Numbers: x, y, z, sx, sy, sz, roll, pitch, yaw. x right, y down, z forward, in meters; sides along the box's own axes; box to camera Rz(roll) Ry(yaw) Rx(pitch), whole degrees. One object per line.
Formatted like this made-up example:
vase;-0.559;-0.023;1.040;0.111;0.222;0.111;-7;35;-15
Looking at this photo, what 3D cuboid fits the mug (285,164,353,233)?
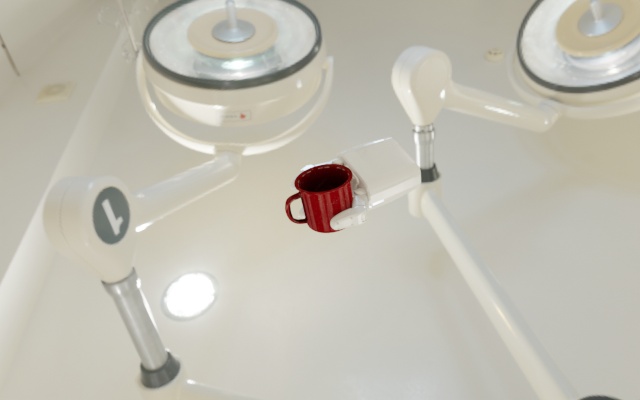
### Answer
mug;-0.001;0.003;0.763;0.117;0.081;0.093;-21;33;-15
